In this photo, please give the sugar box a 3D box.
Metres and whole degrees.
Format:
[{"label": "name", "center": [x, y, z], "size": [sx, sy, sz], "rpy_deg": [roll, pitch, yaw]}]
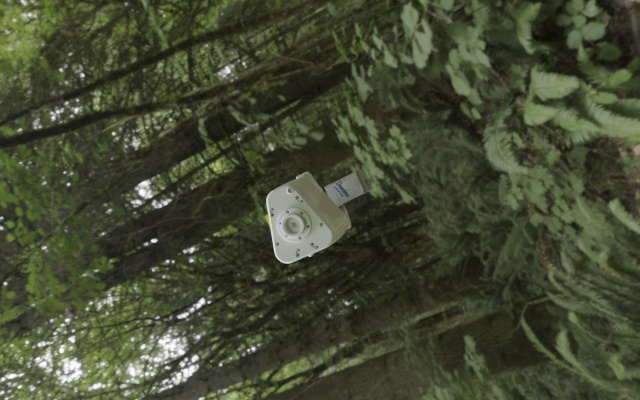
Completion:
[{"label": "sugar box", "center": [0.000, 0.003, 0.831], "size": [0.176, 0.048, 0.093], "rpy_deg": [-24, 0, 14]}]
